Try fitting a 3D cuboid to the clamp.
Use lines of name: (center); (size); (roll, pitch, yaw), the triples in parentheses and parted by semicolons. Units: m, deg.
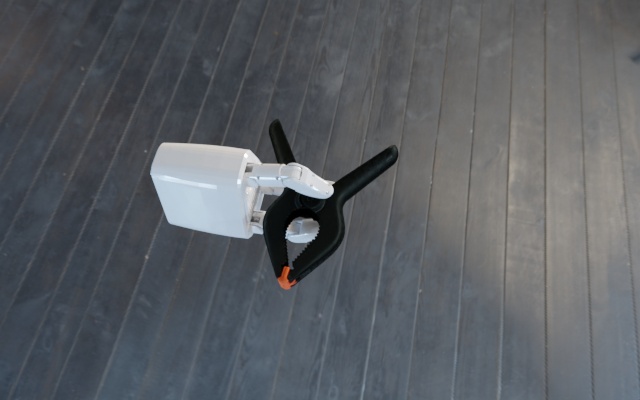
clamp: (0.000, 0.002, 0.555); (0.164, 0.210, 0.036); (7, -25, 8)
